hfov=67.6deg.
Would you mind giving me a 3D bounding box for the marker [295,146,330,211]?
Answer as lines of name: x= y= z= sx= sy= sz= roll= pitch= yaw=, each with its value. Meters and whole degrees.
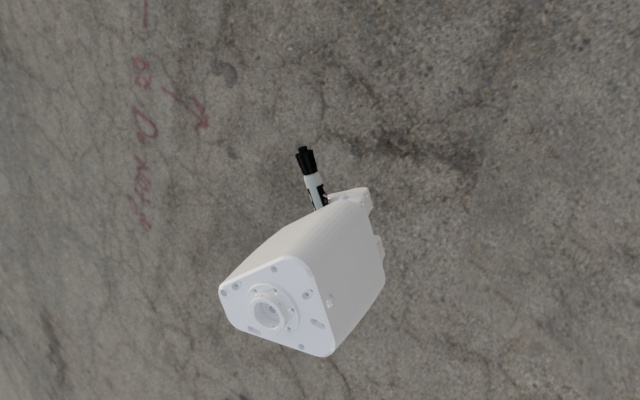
marker: x=0.000 y=0.002 z=0.495 sx=0.020 sy=0.121 sz=0.020 roll=-17 pitch=15 yaw=5
